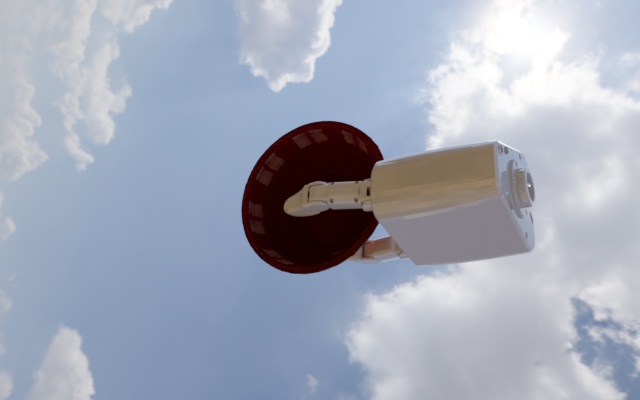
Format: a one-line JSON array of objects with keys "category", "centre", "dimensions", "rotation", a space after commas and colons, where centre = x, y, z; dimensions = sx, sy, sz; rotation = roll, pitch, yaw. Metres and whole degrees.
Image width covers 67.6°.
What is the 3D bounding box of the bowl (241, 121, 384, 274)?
[{"category": "bowl", "centre": [-0.001, 0.002, 0.494], "dimensions": [0.162, 0.162, 0.055], "rotation": [0, -20, 26]}]
